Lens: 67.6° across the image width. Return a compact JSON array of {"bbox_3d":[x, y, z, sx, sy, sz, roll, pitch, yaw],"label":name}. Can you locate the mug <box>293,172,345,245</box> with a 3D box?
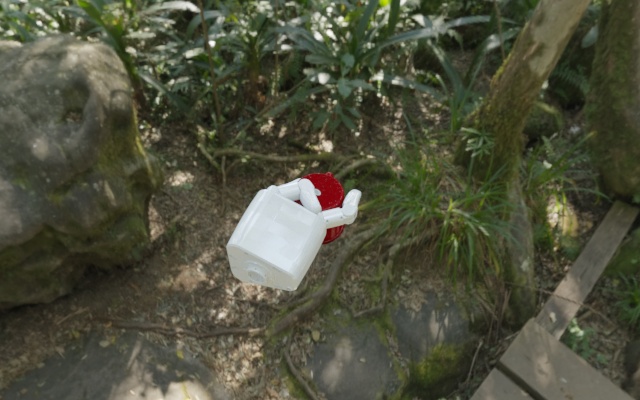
[{"bbox_3d":[0.001,0.001,0.776,0.093,0.117,0.082,18,-38,12],"label":"mug"}]
